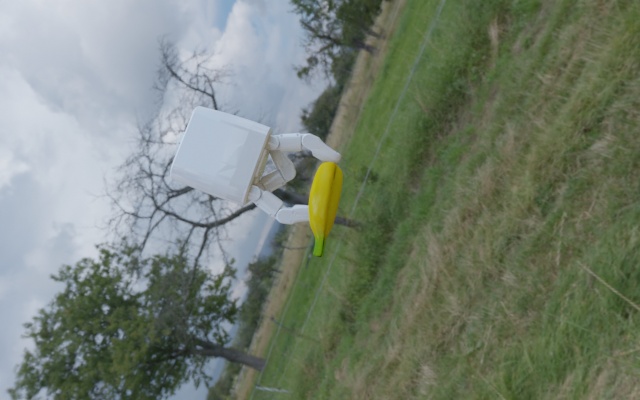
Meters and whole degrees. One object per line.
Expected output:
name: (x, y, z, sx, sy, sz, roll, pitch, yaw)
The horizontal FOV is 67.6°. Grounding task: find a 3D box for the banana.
banana: (0.005, -0.012, 0.616, 0.037, 0.070, 0.197, 18, 29, -3)
